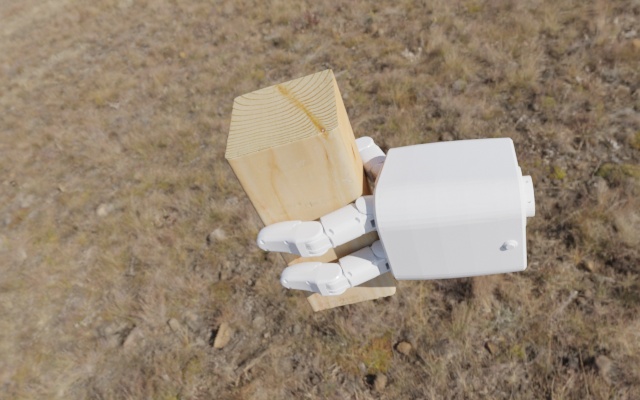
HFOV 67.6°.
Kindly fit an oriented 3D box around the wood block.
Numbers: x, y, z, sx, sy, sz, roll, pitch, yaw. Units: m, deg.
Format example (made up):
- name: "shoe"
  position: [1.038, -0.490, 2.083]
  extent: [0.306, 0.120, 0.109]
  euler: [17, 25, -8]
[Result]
- name: "wood block"
  position: [0.000, 0.001, 0.439]
  extent: [0.090, 0.206, 0.090]
  euler: [-14, 41, 10]
